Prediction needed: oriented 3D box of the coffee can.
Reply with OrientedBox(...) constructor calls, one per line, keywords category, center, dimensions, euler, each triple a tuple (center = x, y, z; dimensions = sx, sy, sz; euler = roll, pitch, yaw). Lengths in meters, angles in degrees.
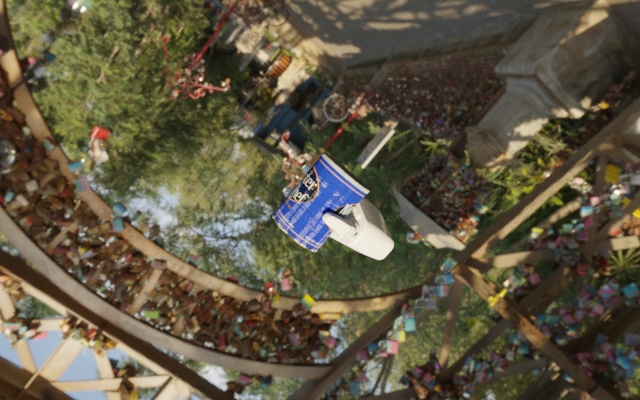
OrientedBox(category="coffee can", center=(0.000, 0.003, 0.819), dimensions=(0.103, 0.140, 0.103), euler=(39, 9, -7))
